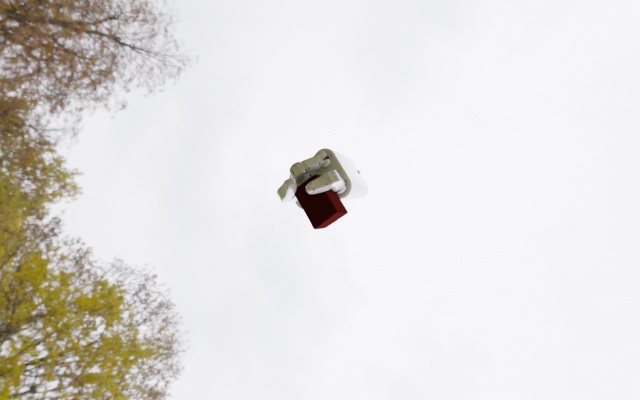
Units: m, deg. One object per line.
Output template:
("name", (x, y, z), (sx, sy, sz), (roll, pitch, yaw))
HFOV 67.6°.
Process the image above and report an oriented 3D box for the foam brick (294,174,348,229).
("foam brick", (0.000, 0.003, 0.802), (0.053, 0.078, 0.051), (-35, -16, 18))
